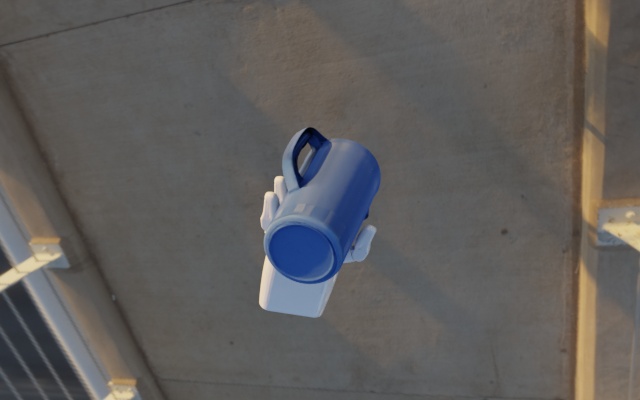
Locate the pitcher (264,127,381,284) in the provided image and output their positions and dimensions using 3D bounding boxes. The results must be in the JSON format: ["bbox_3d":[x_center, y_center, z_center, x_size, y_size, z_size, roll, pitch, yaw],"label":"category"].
[{"bbox_3d":[0.000,0.002,0.704,0.149,0.145,0.242,19,32,6],"label":"pitcher"}]
